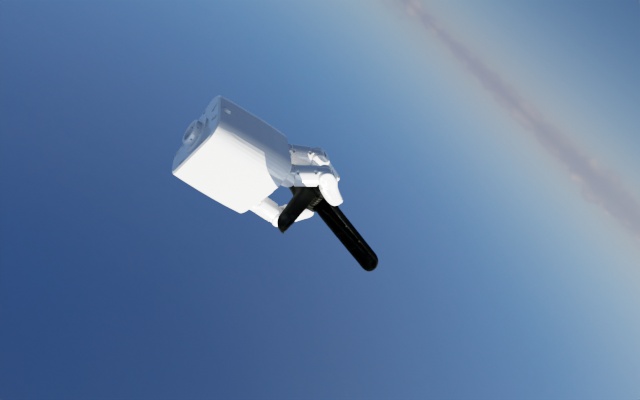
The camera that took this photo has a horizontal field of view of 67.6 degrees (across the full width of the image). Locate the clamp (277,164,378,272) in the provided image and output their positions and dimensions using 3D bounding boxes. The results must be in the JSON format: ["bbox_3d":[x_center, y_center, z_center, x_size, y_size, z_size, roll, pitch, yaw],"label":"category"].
[{"bbox_3d":[-0.001,0.002,0.653,0.165,0.036,0.209,33,25,-31],"label":"clamp"}]
